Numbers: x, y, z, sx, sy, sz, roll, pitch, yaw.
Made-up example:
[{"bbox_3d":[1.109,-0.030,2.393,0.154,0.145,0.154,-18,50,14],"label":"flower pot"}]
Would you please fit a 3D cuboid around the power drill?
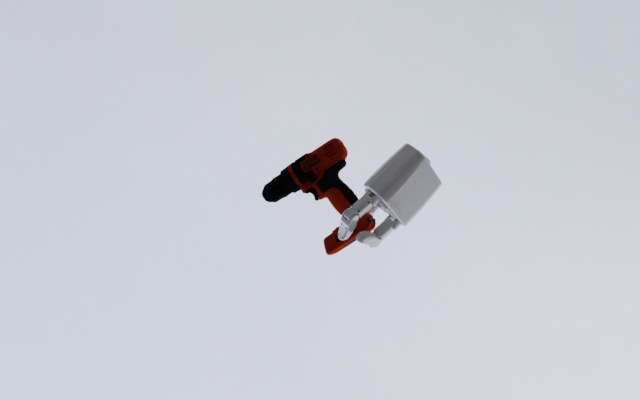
[{"bbox_3d":[0.001,0.003,0.881,0.184,0.187,0.057,-33,-12,14],"label":"power drill"}]
